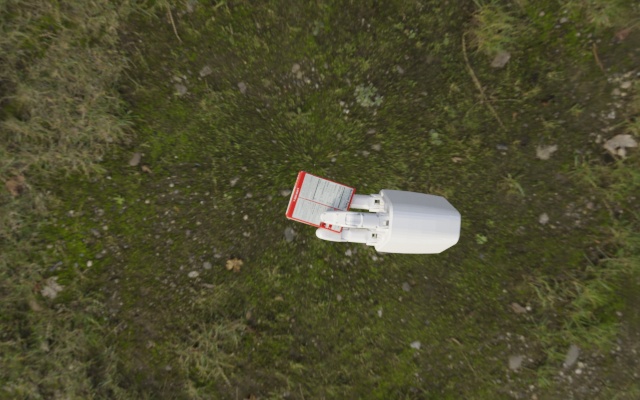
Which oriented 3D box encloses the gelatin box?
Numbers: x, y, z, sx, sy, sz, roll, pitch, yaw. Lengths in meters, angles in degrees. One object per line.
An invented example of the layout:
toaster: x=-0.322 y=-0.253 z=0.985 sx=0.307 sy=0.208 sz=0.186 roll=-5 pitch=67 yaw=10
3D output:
gelatin box: x=0.000 y=0.002 z=0.724 sx=0.089 sy=0.073 sz=0.030 roll=18 pitch=3 yaw=-8
